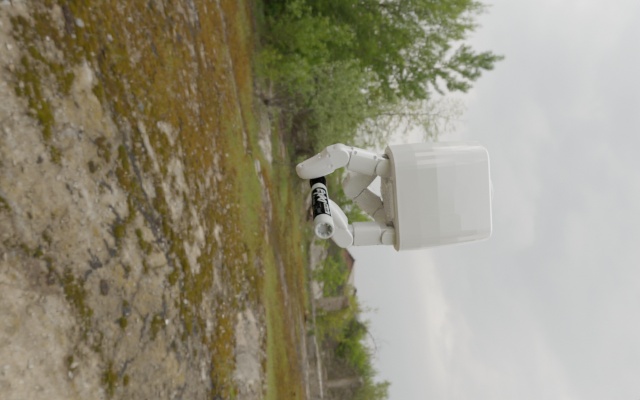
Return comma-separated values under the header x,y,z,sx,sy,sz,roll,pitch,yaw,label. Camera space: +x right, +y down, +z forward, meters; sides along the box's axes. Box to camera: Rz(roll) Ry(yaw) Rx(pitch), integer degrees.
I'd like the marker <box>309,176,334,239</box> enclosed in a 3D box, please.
x,y,z,sx,sy,sz,roll,pitch,yaw,label
0.000,0.002,0.486,0.020,0.020,0.121,0,25,-4,marker
